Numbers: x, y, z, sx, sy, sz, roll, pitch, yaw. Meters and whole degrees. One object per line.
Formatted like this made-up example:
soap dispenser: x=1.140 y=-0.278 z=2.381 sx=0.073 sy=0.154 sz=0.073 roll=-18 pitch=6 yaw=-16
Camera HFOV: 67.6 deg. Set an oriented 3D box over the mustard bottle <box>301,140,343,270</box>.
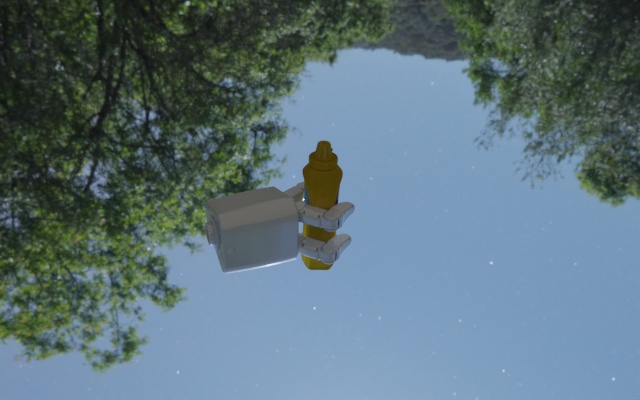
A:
mustard bottle: x=0.000 y=0.002 z=0.703 sx=0.058 sy=0.192 sz=0.096 roll=2 pitch=32 yaw=-1
